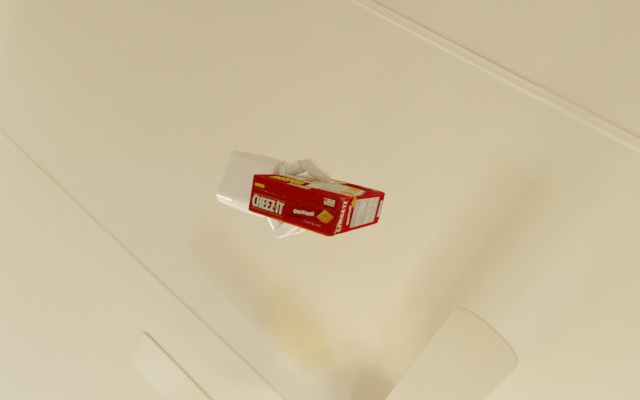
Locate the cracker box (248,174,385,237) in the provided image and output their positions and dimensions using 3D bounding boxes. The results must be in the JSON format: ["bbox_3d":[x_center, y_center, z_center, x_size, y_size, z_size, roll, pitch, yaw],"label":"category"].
[{"bbox_3d":[0.000,0.003,0.848,0.164,0.072,0.213,15,10,24],"label":"cracker box"}]
